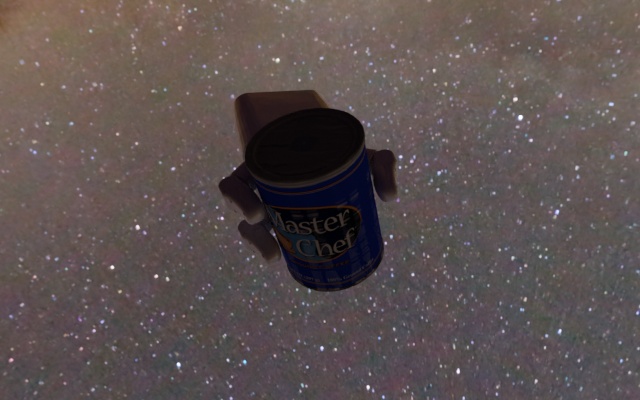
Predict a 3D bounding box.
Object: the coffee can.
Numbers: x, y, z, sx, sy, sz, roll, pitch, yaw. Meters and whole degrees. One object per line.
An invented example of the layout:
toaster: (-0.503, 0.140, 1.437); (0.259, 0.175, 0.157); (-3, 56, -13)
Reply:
coffee can: (0.000, 0.001, 0.443); (0.103, 0.140, 0.102); (-9, 42, 8)
